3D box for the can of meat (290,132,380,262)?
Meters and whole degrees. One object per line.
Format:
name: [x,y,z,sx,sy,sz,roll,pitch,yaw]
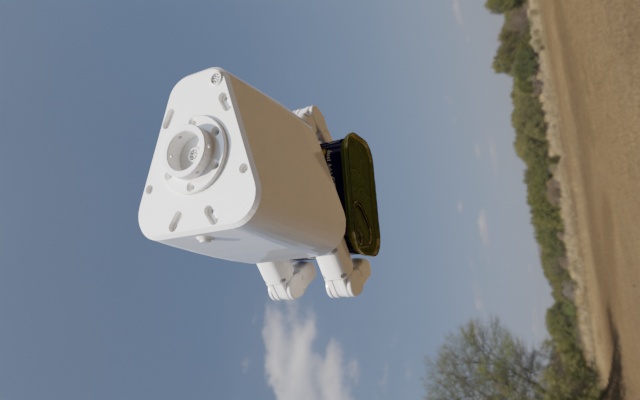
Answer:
can of meat: [0.000,0.001,0.412,0.084,0.102,0.057,-10,-12,26]
